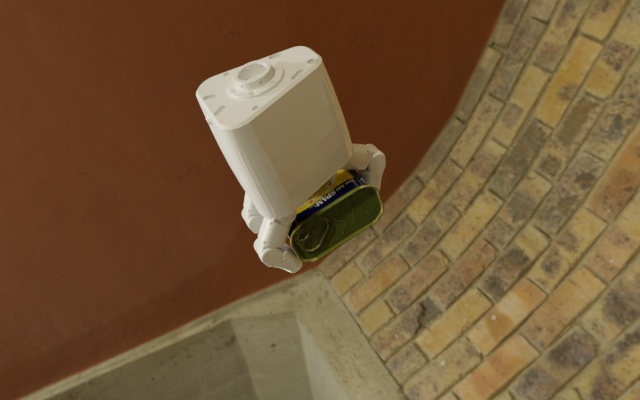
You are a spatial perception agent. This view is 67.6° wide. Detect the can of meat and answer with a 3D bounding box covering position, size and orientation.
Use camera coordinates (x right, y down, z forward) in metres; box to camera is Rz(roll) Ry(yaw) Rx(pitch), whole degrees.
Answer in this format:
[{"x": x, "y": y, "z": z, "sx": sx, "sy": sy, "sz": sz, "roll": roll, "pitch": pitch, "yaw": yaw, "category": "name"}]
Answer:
[{"x": 0.000, "y": 0.001, "z": 0.499, "sx": 0.102, "sy": 0.057, "sz": 0.084, "roll": -32, "pitch": 45, "yaw": -7, "category": "can of meat"}]
